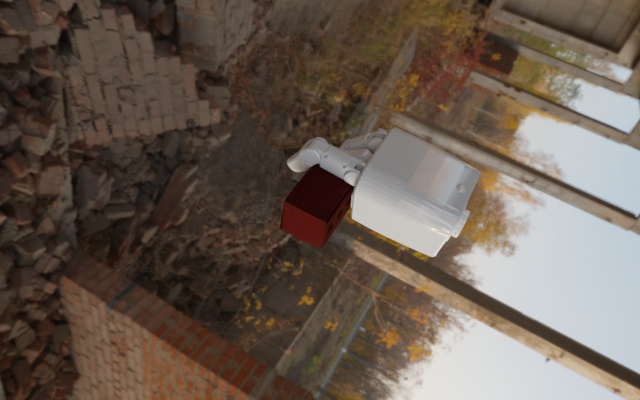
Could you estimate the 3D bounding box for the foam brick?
[{"bbox_3d":[0.000,0.002,0.511,0.051,0.078,0.053,28,-35,11],"label":"foam brick"}]
